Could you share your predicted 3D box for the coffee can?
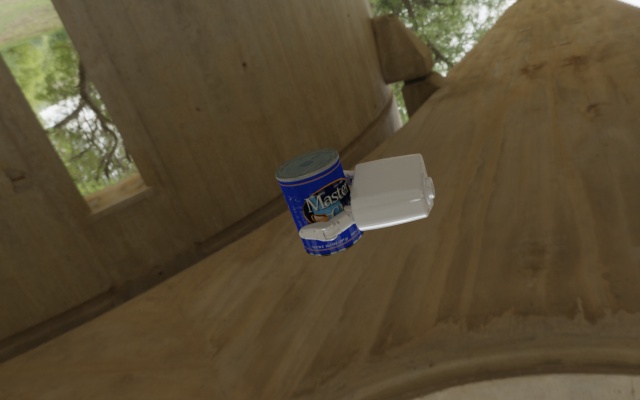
[{"bbox_3d":[0.000,0.002,0.759,0.103,0.140,0.102,-17,22,7],"label":"coffee can"}]
